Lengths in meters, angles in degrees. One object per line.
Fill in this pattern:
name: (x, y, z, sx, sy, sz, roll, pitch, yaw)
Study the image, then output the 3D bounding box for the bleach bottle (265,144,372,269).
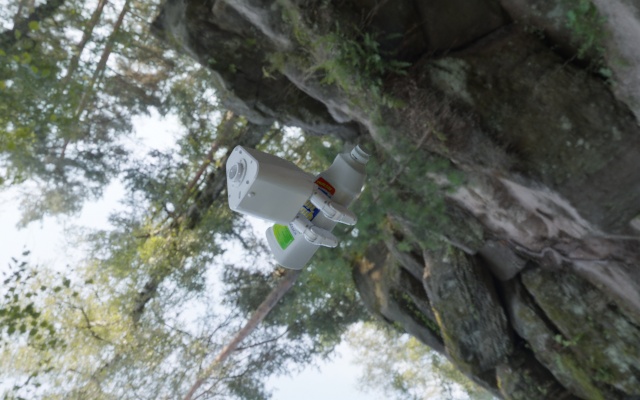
bleach bottle: (0.000, 0.003, 0.833, 0.068, 0.251, 0.102, 16, 32, -38)
